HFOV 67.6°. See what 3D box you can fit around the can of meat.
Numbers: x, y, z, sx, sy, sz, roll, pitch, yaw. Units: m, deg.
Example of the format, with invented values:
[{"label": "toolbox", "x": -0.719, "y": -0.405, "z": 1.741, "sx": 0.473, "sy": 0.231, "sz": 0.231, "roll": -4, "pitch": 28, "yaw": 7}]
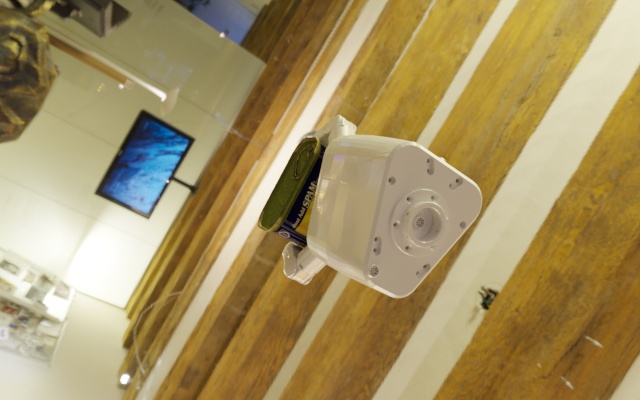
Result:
[{"label": "can of meat", "x": 0.000, "y": 0.002, "z": 0.477, "sx": 0.084, "sy": 0.102, "sz": 0.057, "roll": 30, "pitch": -7, "yaw": -23}]
